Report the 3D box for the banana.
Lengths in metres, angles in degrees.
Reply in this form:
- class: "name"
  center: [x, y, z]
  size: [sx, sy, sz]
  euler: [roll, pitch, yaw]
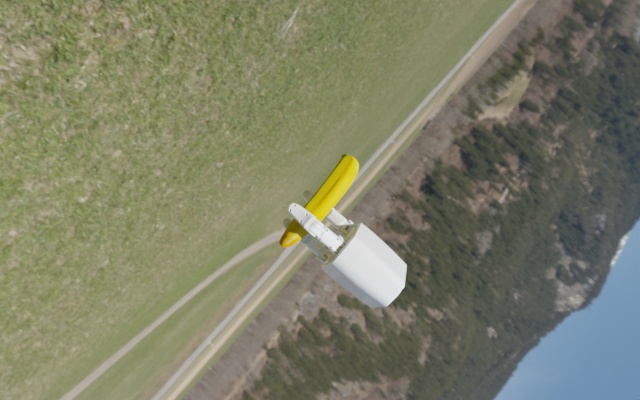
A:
- class: "banana"
  center: [0.008, -0.005, 0.742]
  size: [0.037, 0.197, 0.070]
  euler: [39, -24, -4]
